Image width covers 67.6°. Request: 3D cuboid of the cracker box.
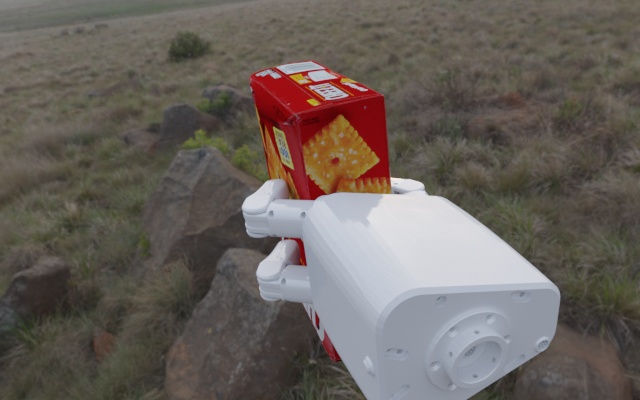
[{"bbox_3d":[0.000,0.001,0.414,0.072,0.214,0.164,-14,28,-13],"label":"cracker box"}]
